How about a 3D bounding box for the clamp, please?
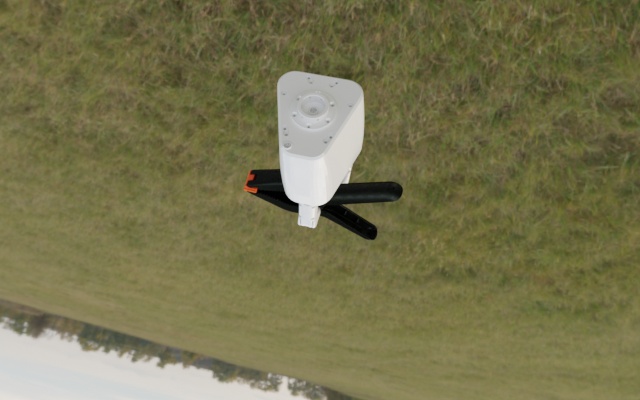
[{"bbox_3d":[-0.001,0.003,0.666,0.210,0.036,0.165,11,-26,6],"label":"clamp"}]
